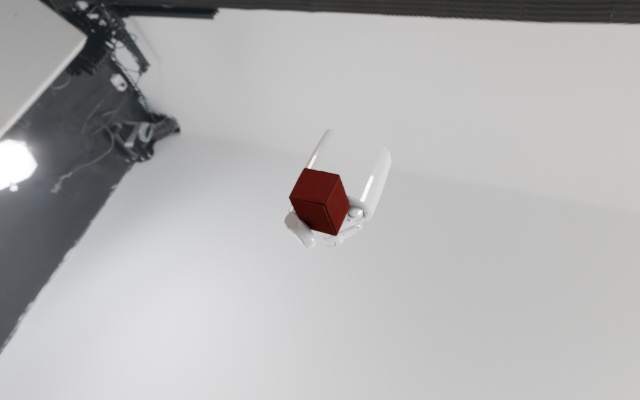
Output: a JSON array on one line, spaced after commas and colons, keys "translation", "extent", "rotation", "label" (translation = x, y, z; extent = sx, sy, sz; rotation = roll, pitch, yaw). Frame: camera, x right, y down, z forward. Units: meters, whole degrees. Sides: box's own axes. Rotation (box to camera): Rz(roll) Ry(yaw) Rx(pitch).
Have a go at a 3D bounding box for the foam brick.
[{"translation": [0.000, 0.002, 0.630], "extent": [0.053, 0.051, 0.078], "rotation": [14, -29, 23], "label": "foam brick"}]
